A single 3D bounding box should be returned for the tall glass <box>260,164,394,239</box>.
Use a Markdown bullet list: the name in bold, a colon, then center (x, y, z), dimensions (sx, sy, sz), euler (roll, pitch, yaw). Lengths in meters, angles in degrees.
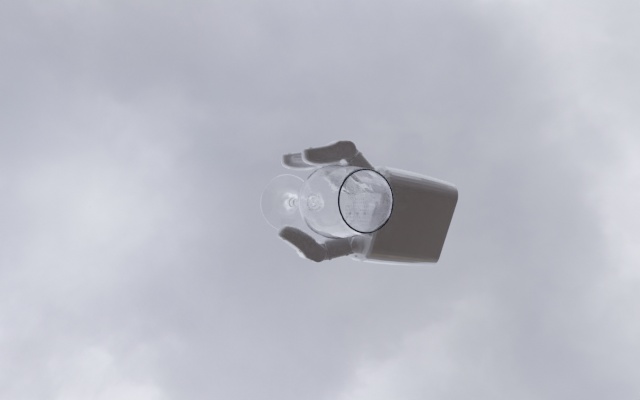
- **tall glass**: center (0.000, 0.002, 0.535), dimensions (0.079, 0.079, 0.201), euler (0, -1, -26)
